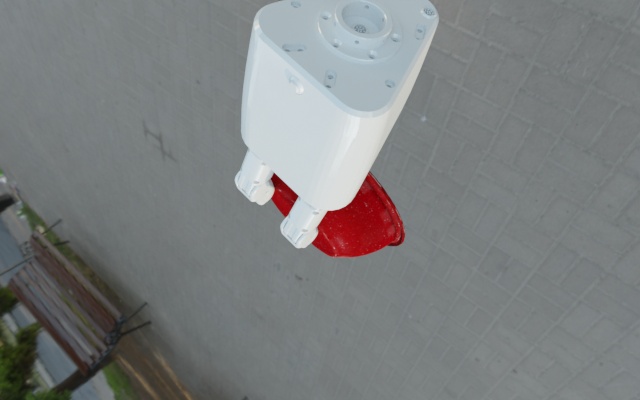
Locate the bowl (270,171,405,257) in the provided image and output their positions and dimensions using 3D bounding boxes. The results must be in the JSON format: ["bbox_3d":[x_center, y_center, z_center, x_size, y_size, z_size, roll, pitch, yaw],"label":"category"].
[{"bbox_3d":[0.000,0.002,0.448,0.055,0.162,0.162,-44,13,-14],"label":"bowl"}]
